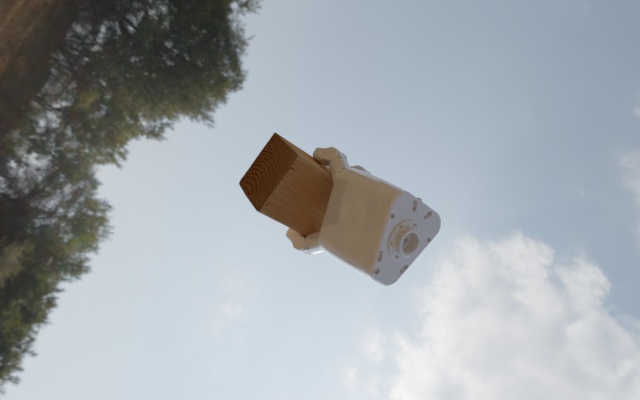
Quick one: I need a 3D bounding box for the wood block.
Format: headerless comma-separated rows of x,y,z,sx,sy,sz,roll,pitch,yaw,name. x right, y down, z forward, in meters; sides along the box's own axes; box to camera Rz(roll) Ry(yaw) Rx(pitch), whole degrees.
0.000,0.003,0.682,0.206,0.091,0.090,31,10,-37,wood block
